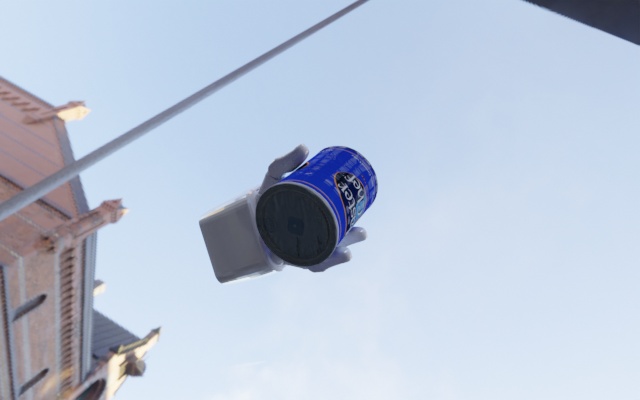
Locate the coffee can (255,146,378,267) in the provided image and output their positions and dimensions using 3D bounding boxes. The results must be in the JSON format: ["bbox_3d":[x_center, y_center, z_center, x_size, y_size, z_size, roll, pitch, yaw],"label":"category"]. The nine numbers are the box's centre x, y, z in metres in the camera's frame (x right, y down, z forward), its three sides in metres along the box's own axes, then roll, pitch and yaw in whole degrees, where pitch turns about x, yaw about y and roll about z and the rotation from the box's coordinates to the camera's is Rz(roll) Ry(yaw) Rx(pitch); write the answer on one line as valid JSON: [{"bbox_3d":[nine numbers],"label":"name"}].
[{"bbox_3d":[0.000,0.002,0.586,0.103,0.103,0.140,0,23,27],"label":"coffee can"}]
